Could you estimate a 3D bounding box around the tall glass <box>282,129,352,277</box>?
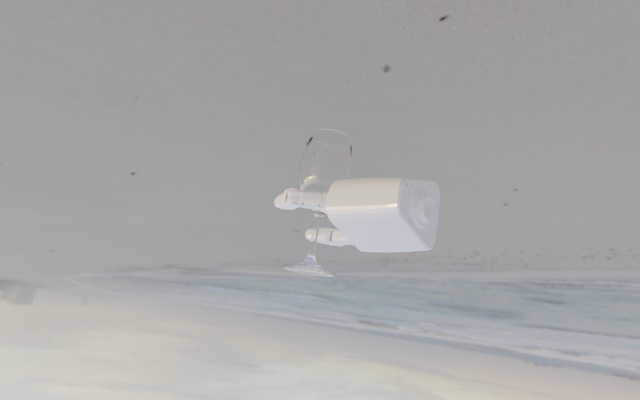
[{"bbox_3d":[0.000,0.003,0.677,0.079,0.201,0.079,9,-15,2],"label":"tall glass"}]
